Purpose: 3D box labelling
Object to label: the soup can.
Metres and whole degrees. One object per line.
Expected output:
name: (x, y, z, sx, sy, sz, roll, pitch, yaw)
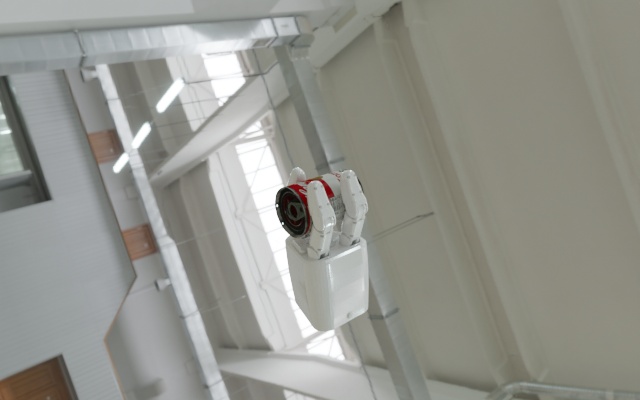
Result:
soup can: (0.000, 0.002, 0.635, 0.102, 0.068, 0.068, -19, 11, -35)
